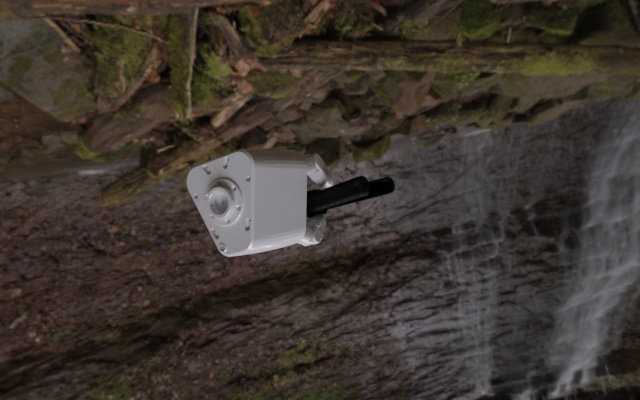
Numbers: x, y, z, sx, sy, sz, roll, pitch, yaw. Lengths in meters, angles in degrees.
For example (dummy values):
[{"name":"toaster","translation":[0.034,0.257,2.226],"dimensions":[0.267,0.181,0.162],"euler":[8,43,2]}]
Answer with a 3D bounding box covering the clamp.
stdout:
[{"name":"clamp","translation":[0.000,0.003,0.674],"dimensions":[0.210,0.036,0.164],"euler":[-16,-5,27]}]
